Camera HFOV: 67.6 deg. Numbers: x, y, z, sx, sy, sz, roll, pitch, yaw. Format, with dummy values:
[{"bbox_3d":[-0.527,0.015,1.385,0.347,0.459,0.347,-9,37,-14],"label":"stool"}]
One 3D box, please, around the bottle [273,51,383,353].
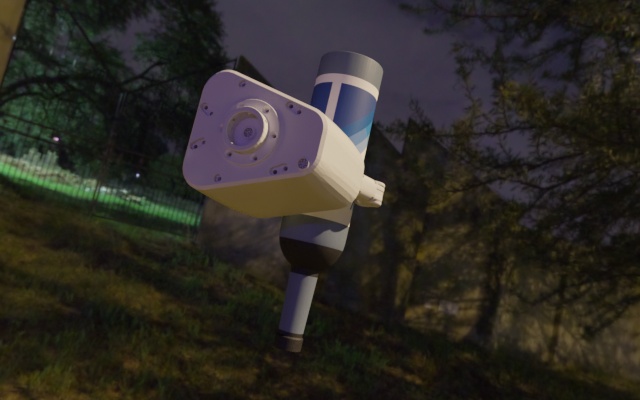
[{"bbox_3d":[0.000,0.001,0.481,0.069,0.295,0.069,13,-7,2],"label":"bottle"}]
